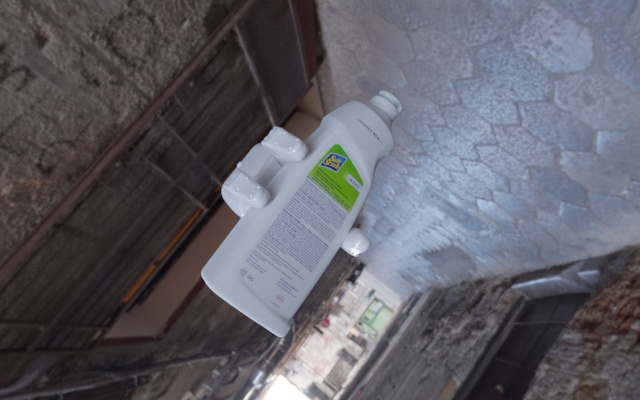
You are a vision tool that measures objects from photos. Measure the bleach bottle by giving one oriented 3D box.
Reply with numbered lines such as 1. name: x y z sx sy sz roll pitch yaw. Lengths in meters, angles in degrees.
1. bleach bottle: 0.000 0.002 0.469 0.102 0.251 0.068 42 -8 -25
